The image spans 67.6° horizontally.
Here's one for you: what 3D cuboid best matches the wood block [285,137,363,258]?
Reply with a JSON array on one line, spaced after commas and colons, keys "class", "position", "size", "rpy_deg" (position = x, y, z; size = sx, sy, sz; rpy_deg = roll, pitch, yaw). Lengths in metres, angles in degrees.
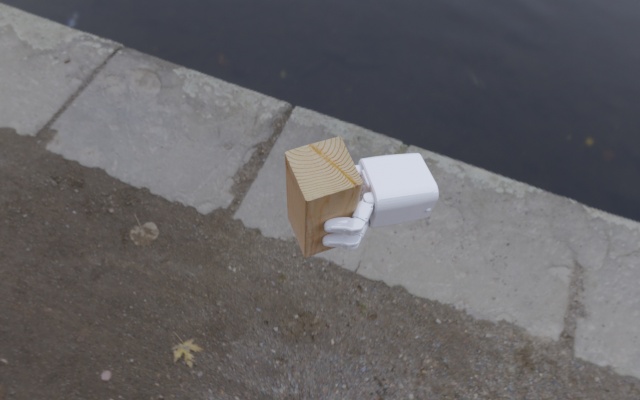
[{"class": "wood block", "position": [0.000, 0.002, 0.770], "size": [0.090, 0.090, 0.206], "rpy_deg": [-18, -27, -12]}]
